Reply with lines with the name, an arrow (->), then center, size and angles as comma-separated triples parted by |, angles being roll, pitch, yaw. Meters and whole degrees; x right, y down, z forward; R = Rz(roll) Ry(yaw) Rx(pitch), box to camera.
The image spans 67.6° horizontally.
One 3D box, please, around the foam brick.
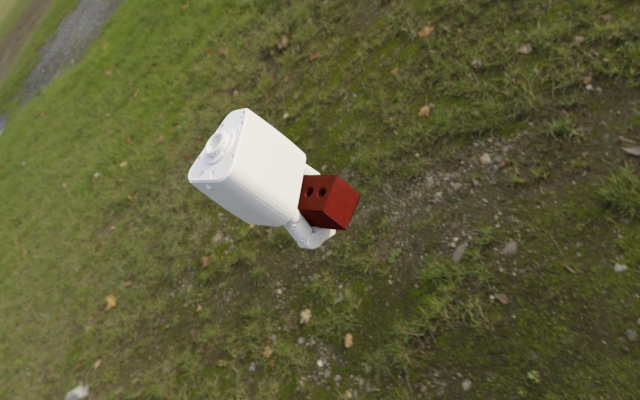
foam brick -> 0.000, 0.002, 0.612 | 0.078, 0.053, 0.051 | 2, -29, 44
